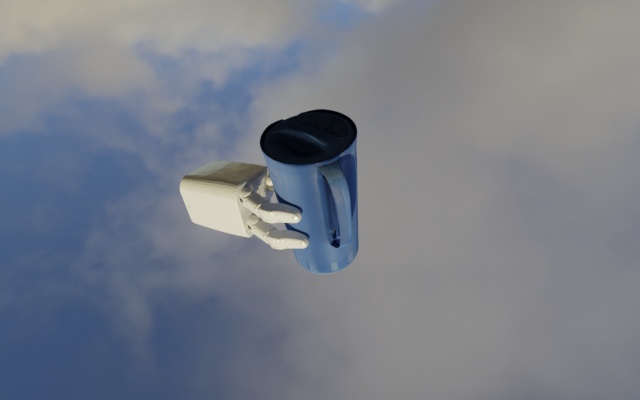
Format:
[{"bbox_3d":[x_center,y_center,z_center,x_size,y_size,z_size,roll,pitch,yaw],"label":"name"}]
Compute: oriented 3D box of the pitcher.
[{"bbox_3d":[0.000,0.002,0.712,0.145,0.243,0.149,9,44,20],"label":"pitcher"}]
